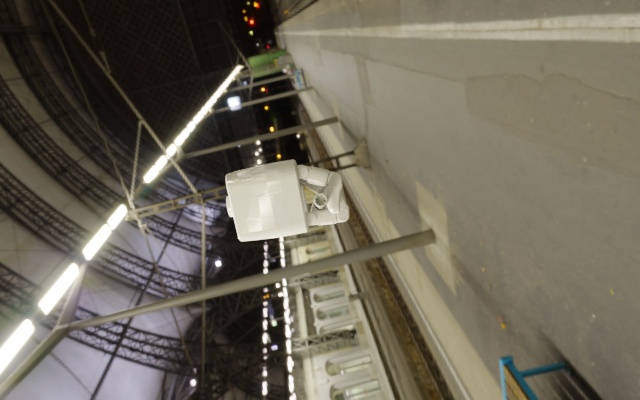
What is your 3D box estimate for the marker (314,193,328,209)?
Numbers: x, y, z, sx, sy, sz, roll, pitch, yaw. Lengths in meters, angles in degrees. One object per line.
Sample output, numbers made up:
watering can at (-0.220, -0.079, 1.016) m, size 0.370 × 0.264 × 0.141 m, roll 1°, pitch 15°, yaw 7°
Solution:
marker at (0.000, 0.002, 0.682) m, size 0.020 × 0.020 × 0.121 m, roll 0°, pitch -3°, yaw 0°
